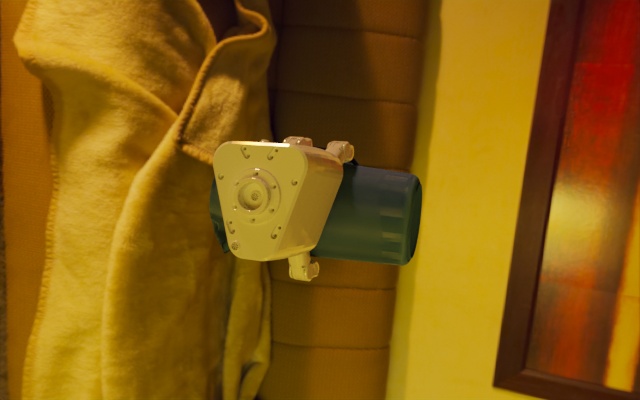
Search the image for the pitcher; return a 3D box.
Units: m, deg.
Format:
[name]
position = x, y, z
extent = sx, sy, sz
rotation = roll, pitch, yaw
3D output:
[pitcher]
position = 0.000, 0.002, 0.598
extent = 0.243, 0.149, 0.145
rotation = 7, 2, 18
